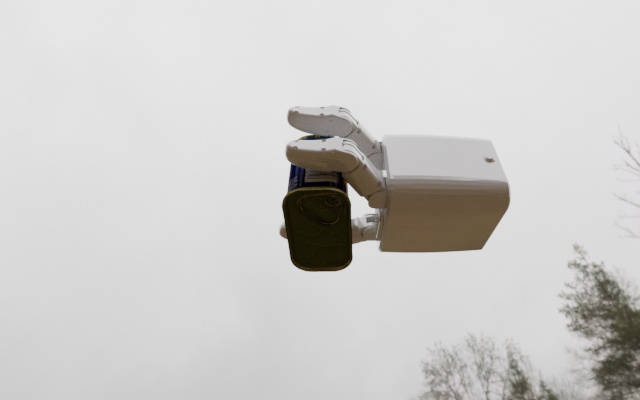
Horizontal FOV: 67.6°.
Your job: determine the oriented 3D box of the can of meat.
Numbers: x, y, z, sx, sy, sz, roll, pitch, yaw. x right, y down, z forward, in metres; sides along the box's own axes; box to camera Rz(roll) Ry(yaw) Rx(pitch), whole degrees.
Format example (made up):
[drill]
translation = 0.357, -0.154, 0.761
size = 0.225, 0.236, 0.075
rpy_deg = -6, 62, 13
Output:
[can of meat]
translation = 0.000, 0.001, 0.443
size = 0.057, 0.102, 0.083
rpy_deg = -2, 42, 4
